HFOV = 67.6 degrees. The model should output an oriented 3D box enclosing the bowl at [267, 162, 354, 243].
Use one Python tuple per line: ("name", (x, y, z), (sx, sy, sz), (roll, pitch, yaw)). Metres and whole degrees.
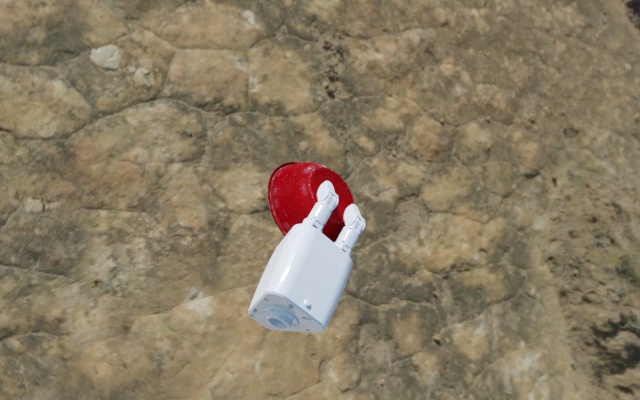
("bowl", (0.000, 0.001, 0.719), (0.162, 0.162, 0.055), (0, -25, -48))
